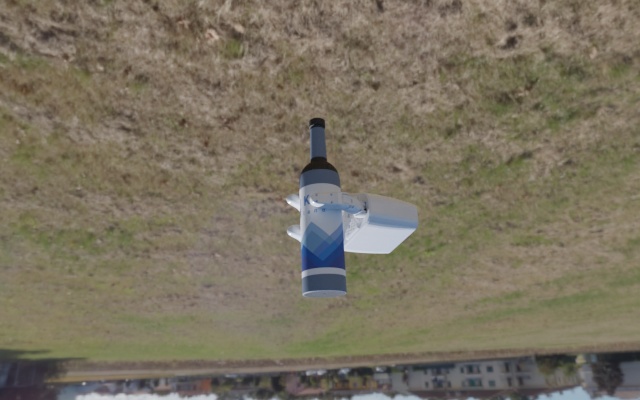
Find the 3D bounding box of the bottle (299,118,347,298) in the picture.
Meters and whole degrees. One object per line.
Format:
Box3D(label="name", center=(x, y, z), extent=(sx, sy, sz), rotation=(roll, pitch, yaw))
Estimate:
Box3D(label="bottle", center=(0.000, 0.003, 0.764), extent=(0.069, 0.295, 0.069), rotation=(-2, -20, -1))
